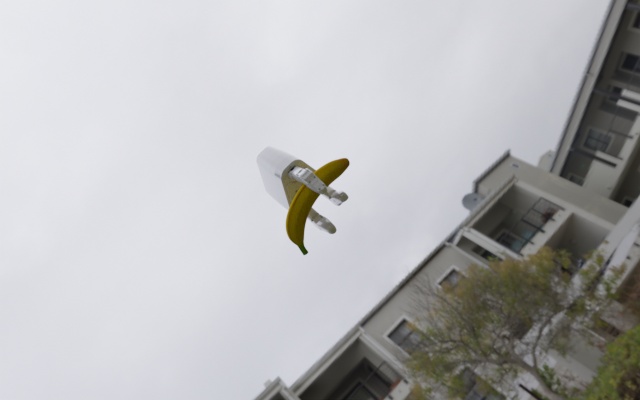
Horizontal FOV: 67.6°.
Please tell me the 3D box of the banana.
[{"bbox_3d":[-0.015,-0.001,0.880,0.070,0.198,0.037,25,1,-35],"label":"banana"}]
